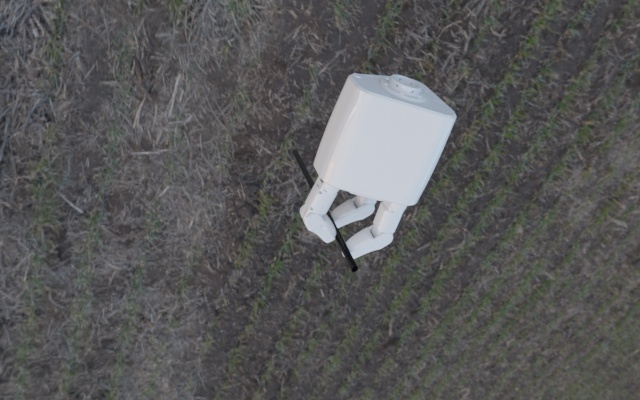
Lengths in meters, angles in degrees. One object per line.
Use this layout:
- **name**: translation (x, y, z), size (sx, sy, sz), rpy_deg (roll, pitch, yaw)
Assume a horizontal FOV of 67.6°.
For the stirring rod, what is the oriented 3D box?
- **stirring rod**: translation (0.000, 0.002, 0.602), size (0.011, 0.011, 0.239), rpy_deg (0, 37, -23)
